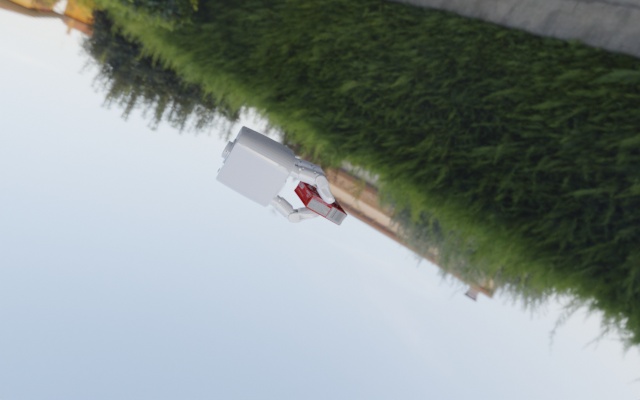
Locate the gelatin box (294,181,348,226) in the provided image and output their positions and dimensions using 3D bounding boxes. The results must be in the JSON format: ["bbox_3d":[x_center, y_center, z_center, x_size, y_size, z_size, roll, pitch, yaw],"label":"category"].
[{"bbox_3d":[0.000,0.003,0.899,0.089,0.030,0.073,30,12,-29],"label":"gelatin box"}]
